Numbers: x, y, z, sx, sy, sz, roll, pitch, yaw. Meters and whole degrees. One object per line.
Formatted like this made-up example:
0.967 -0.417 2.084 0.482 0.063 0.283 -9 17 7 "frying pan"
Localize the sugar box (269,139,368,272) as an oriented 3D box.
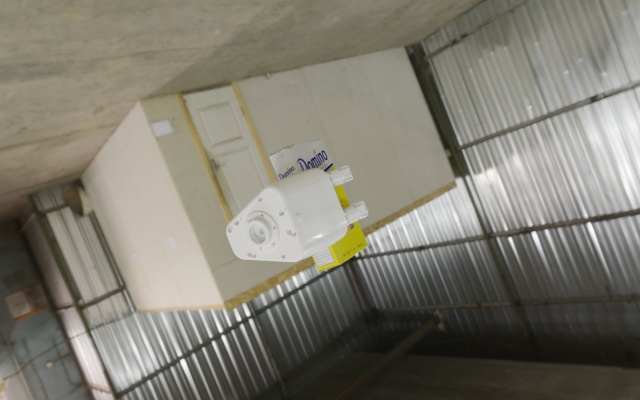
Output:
0.001 0.002 0.684 0.048 0.176 0.093 -21 1 33 "sugar box"
